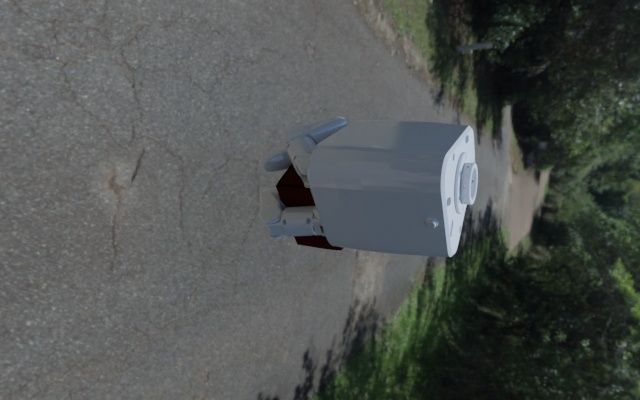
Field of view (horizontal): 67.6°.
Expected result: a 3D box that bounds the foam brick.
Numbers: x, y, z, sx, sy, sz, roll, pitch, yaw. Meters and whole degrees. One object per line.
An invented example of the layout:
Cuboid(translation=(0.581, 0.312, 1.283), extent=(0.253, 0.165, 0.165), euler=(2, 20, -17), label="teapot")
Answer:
Cuboid(translation=(0.000, 0.002, 0.457), extent=(0.051, 0.078, 0.053), euler=(5, 42, 27), label="foam brick")
